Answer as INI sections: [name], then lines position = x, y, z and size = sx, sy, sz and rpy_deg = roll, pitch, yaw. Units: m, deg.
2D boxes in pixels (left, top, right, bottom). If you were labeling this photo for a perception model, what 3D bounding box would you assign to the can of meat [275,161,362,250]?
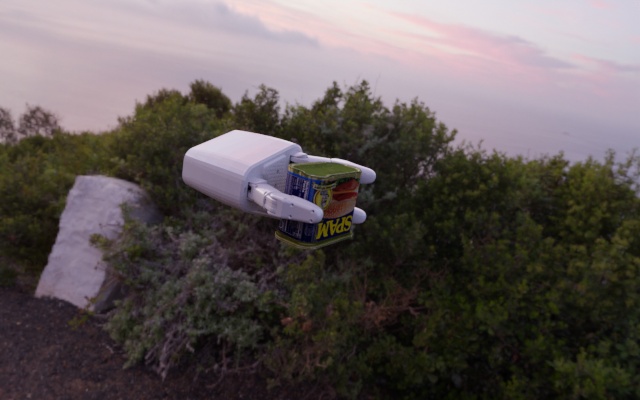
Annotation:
[can of meat]
position = 0.000, 0.002, 0.553
size = 0.057, 0.084, 0.102
rpy_deg = 20, 19, 34
